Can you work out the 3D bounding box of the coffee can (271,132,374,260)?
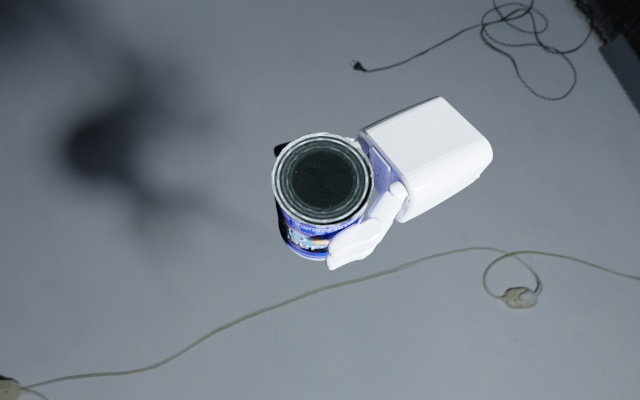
[{"bbox_3d":[0.000,0.002,0.538,0.103,0.102,0.140,0,-20,-2],"label":"coffee can"}]
